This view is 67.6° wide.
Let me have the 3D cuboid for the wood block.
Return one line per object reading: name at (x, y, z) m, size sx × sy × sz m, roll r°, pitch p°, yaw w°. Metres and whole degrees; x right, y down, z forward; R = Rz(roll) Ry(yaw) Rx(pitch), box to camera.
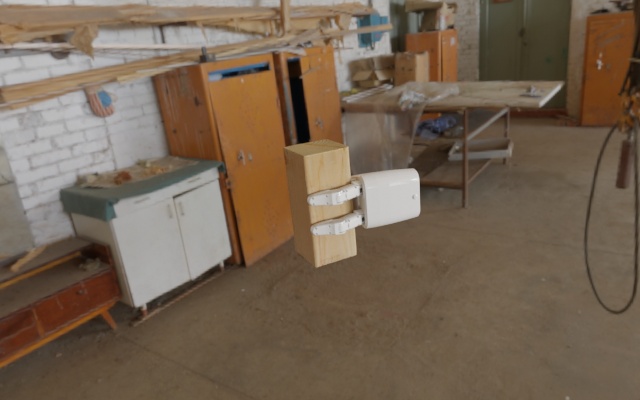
wood block at (0.000, 0.003, 0.869) m, size 0.090 × 0.206 × 0.090 m, roll -14°, pitch 21°, yaw -23°
